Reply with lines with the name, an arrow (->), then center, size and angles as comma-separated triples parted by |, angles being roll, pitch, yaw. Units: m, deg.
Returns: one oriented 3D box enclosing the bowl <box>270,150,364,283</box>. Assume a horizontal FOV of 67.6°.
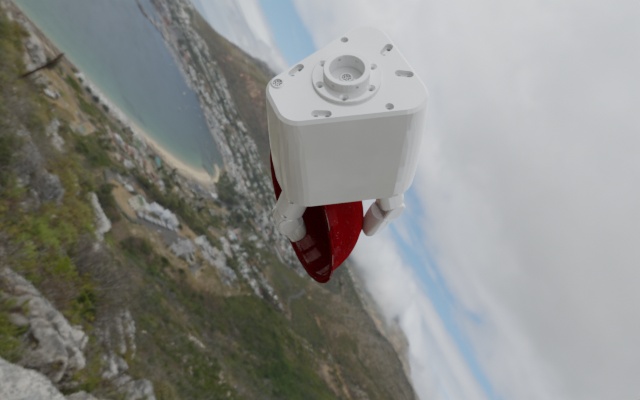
bowl -> 0.000, 0.002, 0.503 | 0.055, 0.162, 0.162 | -17, 6, -19
